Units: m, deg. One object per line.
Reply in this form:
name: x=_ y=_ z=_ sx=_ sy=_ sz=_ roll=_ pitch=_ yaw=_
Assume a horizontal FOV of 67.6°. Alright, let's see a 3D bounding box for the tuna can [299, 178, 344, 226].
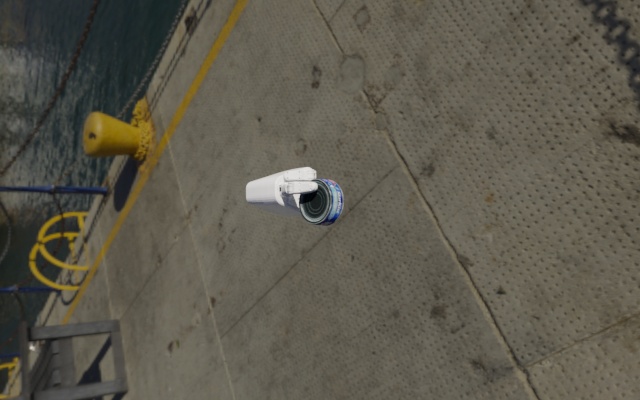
tuna can: x=0.000 y=0.003 z=0.874 sx=0.086 sy=0.086 sz=0.034 roll=0 pitch=-4 yaw=43
